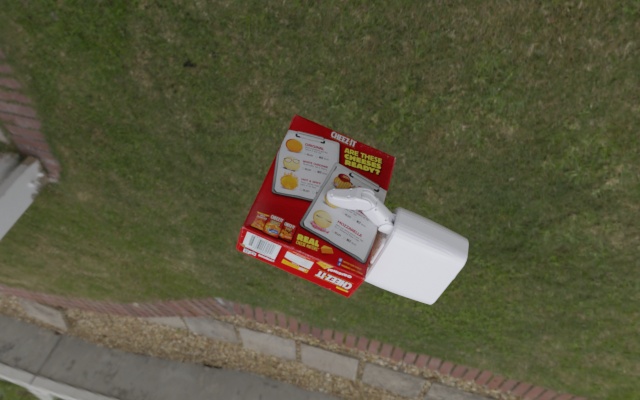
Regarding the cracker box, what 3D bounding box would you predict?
[{"bbox_3d":[0.000,0.002,0.657,0.164,0.213,0.072,23,-38,-5],"label":"cracker box"}]
